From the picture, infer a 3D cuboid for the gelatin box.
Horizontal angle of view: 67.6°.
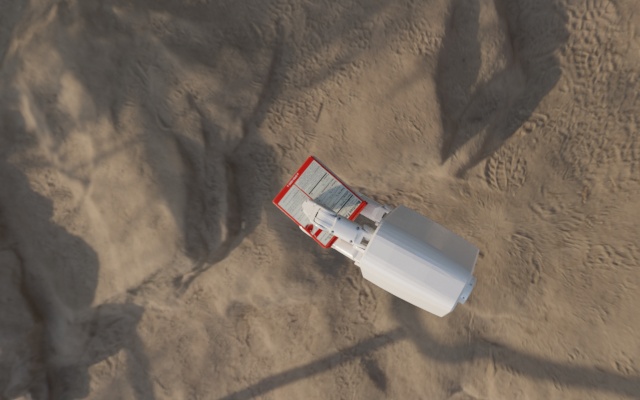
[{"bbox_3d":[0.000,0.002,0.570,0.089,0.073,0.030,41,9,9],"label":"gelatin box"}]
